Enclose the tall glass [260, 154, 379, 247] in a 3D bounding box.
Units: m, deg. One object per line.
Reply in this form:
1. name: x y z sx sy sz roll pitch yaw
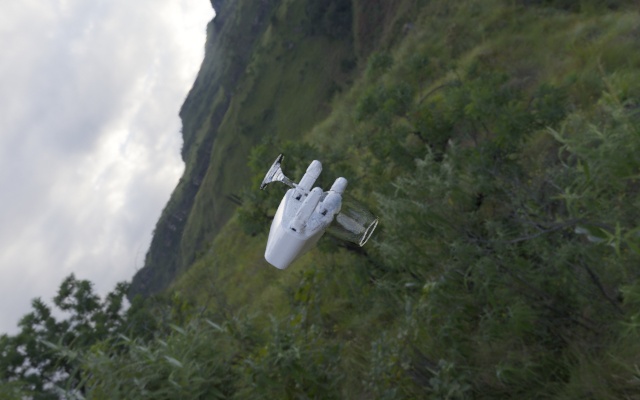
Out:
1. tall glass: 0.000 0.002 0.828 0.201 0.079 0.079 32 0 0
